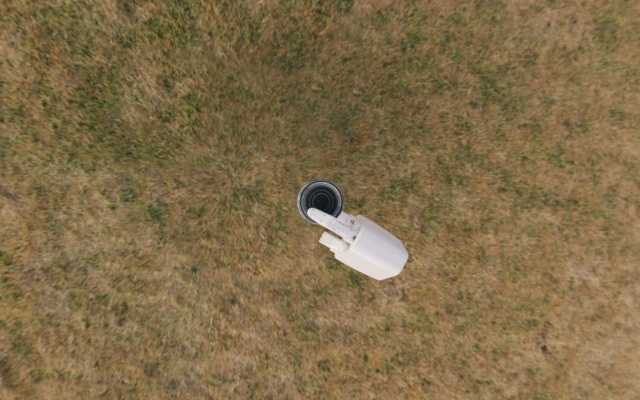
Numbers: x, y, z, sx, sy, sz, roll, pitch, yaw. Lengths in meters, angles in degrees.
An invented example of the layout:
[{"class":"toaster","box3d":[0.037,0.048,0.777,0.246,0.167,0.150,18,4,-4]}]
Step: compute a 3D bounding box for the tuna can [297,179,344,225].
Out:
[{"class":"tuna can","box3d":[0.000,0.003,0.888,0.086,0.086,0.034,0,0,-6]}]
